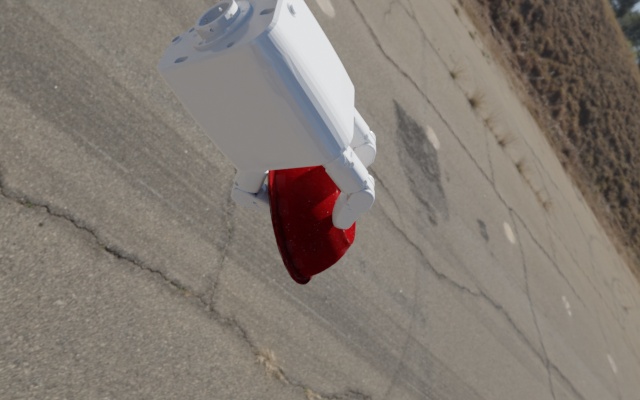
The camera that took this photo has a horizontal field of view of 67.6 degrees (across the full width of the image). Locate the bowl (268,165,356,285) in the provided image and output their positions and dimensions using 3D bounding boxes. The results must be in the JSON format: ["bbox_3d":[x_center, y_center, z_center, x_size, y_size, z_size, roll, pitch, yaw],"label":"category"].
[{"bbox_3d":[0.001,0.002,0.481,0.055,0.162,0.162,-7,-2,13],"label":"bowl"}]
